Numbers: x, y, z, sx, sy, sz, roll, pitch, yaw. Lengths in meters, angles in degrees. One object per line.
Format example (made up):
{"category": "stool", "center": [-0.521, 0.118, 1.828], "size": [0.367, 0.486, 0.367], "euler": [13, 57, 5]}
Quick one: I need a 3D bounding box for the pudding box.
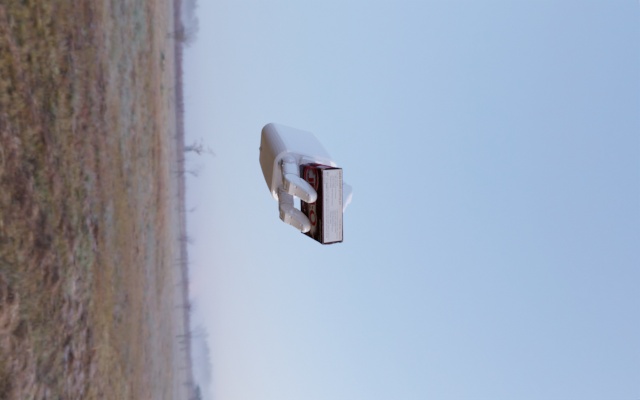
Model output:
{"category": "pudding box", "center": [0.000, 0.002, 0.718], "size": [0.039, 0.113, 0.090], "euler": [-7, 10, -21]}
